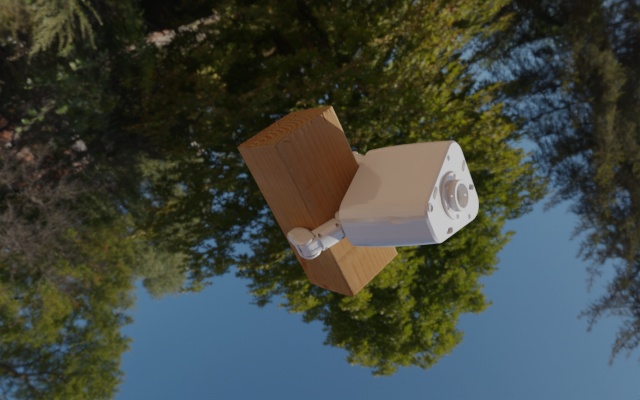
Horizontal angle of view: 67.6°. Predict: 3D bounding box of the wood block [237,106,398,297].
[{"bbox_3d":[0.000,0.002,0.577,0.090,0.206,0.090,-38,24,-28],"label":"wood block"}]
